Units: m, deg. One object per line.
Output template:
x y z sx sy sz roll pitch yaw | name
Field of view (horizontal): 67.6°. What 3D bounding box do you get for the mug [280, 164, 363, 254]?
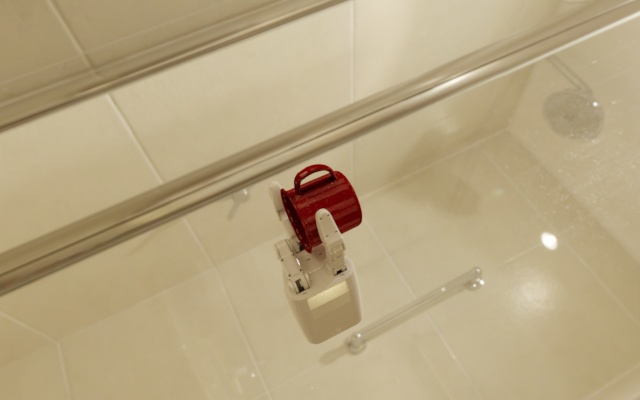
0.000 0.001 0.625 0.081 0.117 0.093 -24 38 -12 | mug
